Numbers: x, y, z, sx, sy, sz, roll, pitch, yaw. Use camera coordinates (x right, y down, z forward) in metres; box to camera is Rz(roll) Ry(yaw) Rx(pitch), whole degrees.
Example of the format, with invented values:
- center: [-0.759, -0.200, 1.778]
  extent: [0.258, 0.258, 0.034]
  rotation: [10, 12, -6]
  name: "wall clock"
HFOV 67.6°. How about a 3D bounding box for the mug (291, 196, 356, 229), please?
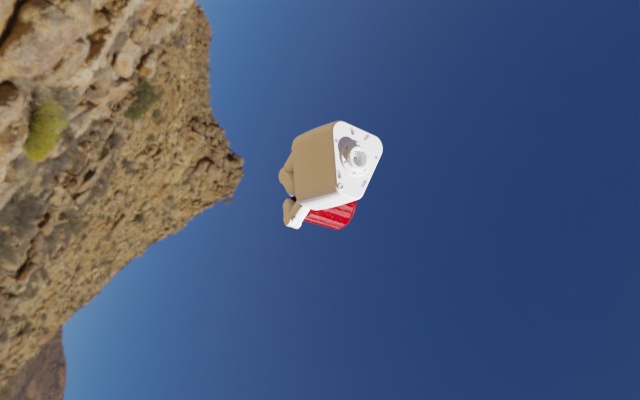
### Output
- center: [0.000, 0.003, 0.818]
  extent: [0.081, 0.093, 0.117]
  rotation: [18, -16, -29]
  name: "mug"
